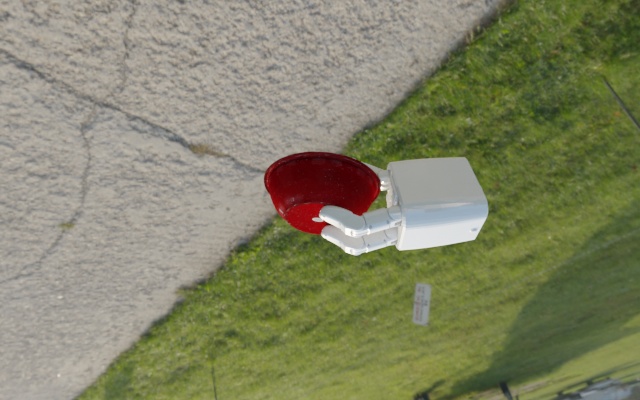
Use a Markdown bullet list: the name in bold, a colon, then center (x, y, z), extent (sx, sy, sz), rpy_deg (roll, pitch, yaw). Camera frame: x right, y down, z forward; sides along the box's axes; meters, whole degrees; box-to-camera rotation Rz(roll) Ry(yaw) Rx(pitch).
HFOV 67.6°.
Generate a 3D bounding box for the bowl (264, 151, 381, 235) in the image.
- **bowl**: center (-0.001, 0.003, 0.645), extent (0.162, 0.055, 0.162), rpy_deg (4, -30, 2)
